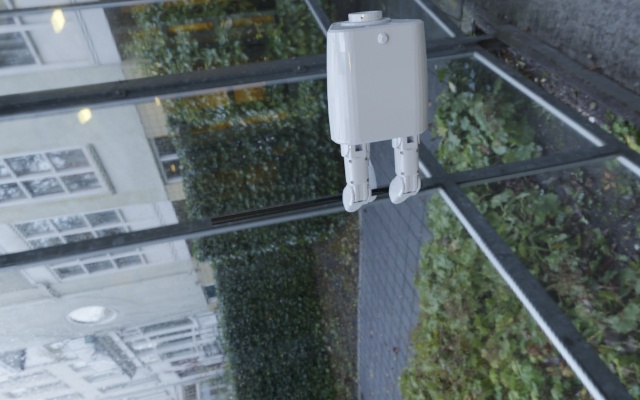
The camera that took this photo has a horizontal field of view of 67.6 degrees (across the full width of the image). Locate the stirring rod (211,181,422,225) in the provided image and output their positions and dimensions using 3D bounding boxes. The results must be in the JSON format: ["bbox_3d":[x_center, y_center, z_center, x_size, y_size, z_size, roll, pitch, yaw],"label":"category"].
[{"bbox_3d":[0.000,0.002,0.533,0.239,0.011,0.011,-10,2,-10],"label":"stirring rod"}]
